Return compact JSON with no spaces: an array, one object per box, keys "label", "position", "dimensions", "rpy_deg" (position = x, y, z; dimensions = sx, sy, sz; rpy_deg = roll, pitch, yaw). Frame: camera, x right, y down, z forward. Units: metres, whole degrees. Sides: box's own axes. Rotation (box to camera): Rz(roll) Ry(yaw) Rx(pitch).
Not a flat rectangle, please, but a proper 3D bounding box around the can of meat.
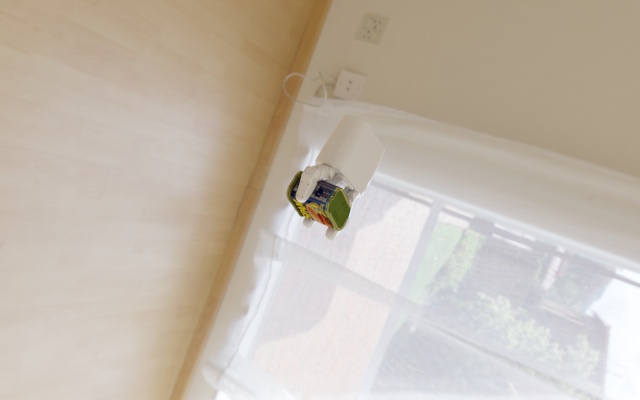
[{"label":"can of meat","position":[0.000,0.003,0.829],"dimensions":[0.084,0.057,0.102],"rpy_deg":[22,-20,27]}]
